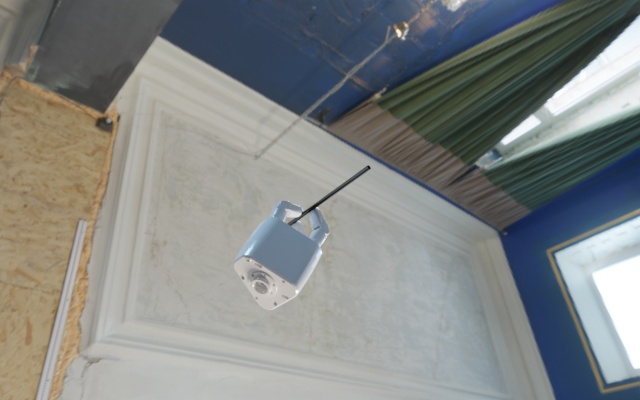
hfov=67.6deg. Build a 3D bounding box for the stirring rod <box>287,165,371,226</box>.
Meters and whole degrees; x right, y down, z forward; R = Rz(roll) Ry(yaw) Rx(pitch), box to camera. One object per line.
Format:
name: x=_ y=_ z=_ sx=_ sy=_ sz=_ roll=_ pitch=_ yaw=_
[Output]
stirring rod: x=0.000 y=0.003 z=0.850 sx=0.011 sy=0.011 sz=0.239 roll=0 pitch=-28 yaw=-48
